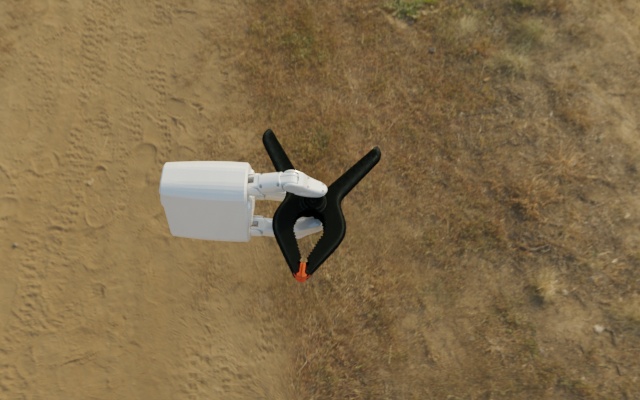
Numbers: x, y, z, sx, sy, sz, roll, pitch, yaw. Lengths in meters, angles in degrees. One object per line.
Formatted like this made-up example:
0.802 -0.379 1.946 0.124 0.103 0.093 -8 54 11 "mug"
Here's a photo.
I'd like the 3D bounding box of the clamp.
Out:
0.000 0.002 0.625 0.164 0.210 0.036 2 -24 -3 "clamp"
